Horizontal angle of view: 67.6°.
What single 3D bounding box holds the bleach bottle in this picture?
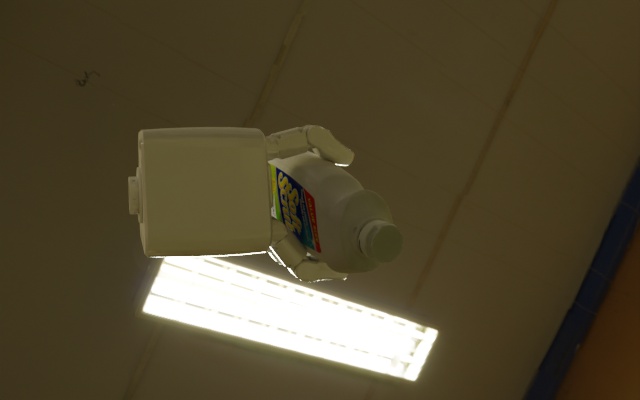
[{"bbox_3d":[0.000,0.002,0.464,0.068,0.102,0.250,-4,12,-23],"label":"bleach bottle"}]
